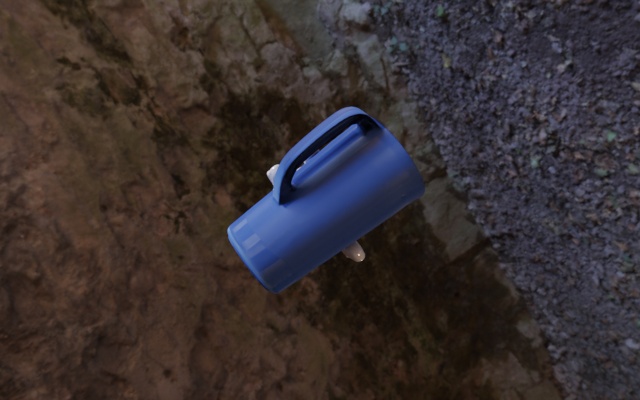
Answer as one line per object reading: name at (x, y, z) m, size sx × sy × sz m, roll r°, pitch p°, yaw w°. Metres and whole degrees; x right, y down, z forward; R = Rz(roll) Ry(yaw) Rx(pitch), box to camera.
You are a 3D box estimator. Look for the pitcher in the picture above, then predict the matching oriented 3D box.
pitcher at (0.000, 0.002, 0.619) m, size 0.243 × 0.149 × 0.145 m, roll -37°, pitch 0°, yaw -6°
